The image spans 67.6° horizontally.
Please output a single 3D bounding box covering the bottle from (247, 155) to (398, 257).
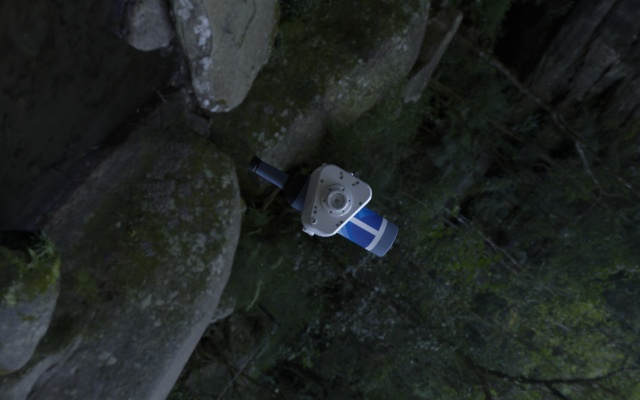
[{"bbox_3d":[0.000,0.003,0.879,0.296,0.069,0.069,30,-3,-5],"label":"bottle"}]
